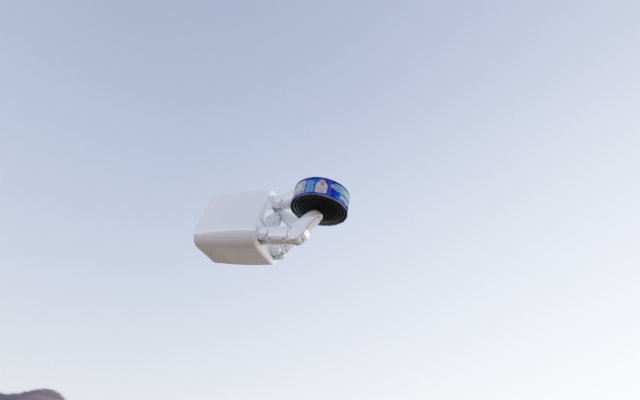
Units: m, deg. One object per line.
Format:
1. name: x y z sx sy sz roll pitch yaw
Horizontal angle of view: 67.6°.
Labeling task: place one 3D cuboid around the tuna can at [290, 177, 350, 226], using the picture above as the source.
1. tuna can: 0.000 0.002 0.704 0.086 0.033 0.086 8 -32 5
